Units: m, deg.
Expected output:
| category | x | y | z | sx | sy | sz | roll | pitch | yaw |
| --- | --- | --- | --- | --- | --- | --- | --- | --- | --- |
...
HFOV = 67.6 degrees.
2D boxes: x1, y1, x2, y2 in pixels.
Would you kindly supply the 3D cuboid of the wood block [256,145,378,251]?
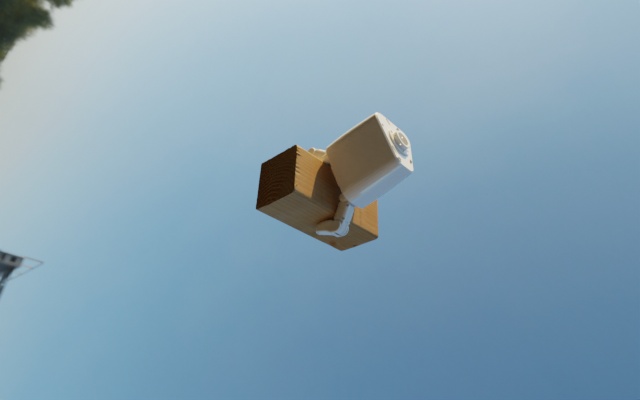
| category | x | y | z | sx | sy | sz | roll | pitch | yaw |
| --- | --- | --- | --- | --- | --- | --- | --- | --- | --- |
| wood block | 0.001 | 0.003 | 0.811 | 0.090 | 0.090 | 0.206 | -23 | -39 | 37 |
